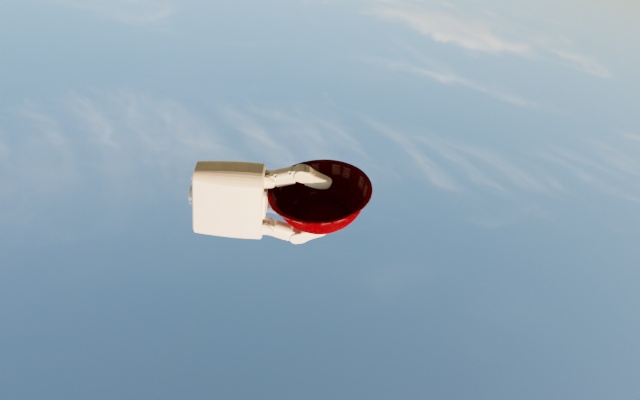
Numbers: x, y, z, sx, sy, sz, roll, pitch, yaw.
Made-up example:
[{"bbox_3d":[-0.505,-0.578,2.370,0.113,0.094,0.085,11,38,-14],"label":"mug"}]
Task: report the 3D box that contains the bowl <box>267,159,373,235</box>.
[{"bbox_3d":[0.001,0.003,0.743,0.162,0.055,0.162,-3,39,2],"label":"bowl"}]
